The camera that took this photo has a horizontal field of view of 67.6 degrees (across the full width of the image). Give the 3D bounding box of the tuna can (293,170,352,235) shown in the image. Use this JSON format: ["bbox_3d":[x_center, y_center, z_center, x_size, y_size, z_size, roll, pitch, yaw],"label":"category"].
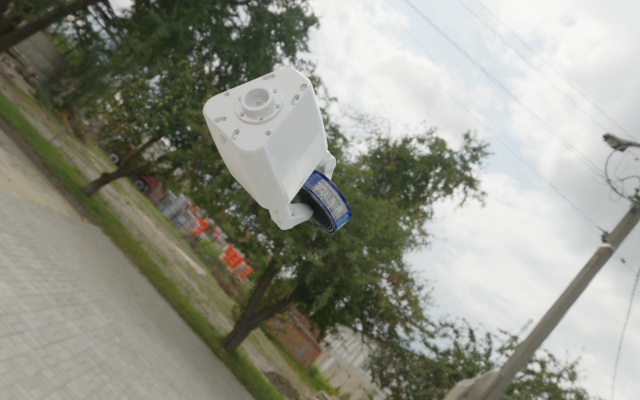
[{"bbox_3d":[0.001,0.002,0.622,0.033,0.086,0.086,-40,14,-17],"label":"tuna can"}]
